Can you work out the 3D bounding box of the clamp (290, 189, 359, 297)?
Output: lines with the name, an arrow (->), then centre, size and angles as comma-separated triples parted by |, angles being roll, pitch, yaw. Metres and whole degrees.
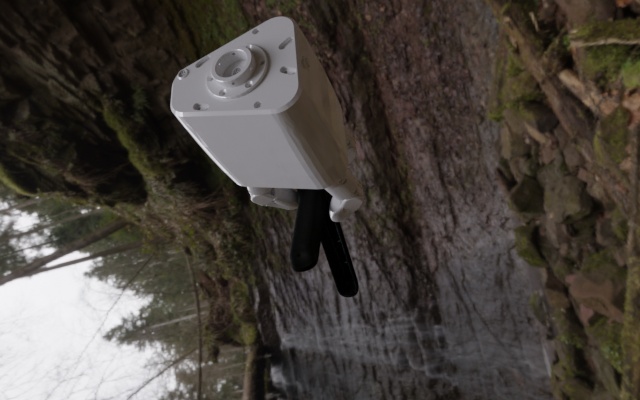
clamp -> -0.001, 0.001, 0.523 | 0.036, 0.209, 0.165 | -14, -30, 13
